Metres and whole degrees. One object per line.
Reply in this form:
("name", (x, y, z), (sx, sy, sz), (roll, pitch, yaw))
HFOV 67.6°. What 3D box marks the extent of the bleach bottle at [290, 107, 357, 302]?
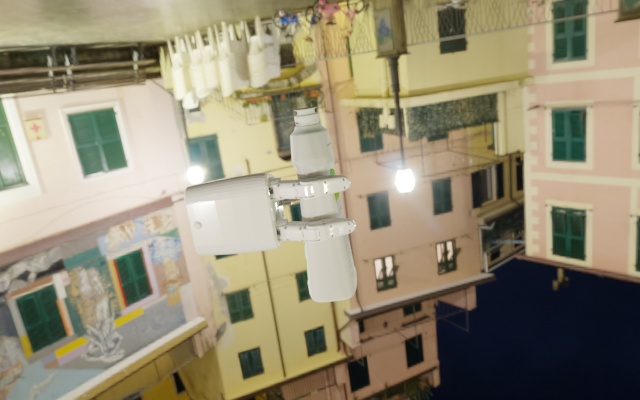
("bleach bottle", (0.000, 0.002, 0.638), (0.068, 0.251, 0.102), (-8, 15, 4))
